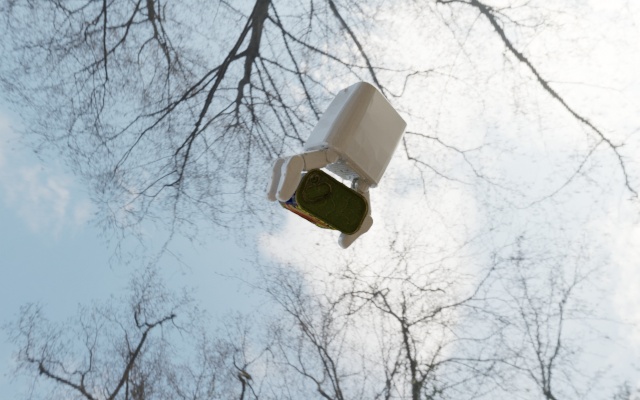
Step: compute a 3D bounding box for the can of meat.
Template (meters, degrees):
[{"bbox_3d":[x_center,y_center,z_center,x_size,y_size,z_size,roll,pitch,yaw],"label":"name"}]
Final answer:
[{"bbox_3d":[0.000,0.002,0.649,0.102,0.057,0.084,31,-12,-21],"label":"can of meat"}]
